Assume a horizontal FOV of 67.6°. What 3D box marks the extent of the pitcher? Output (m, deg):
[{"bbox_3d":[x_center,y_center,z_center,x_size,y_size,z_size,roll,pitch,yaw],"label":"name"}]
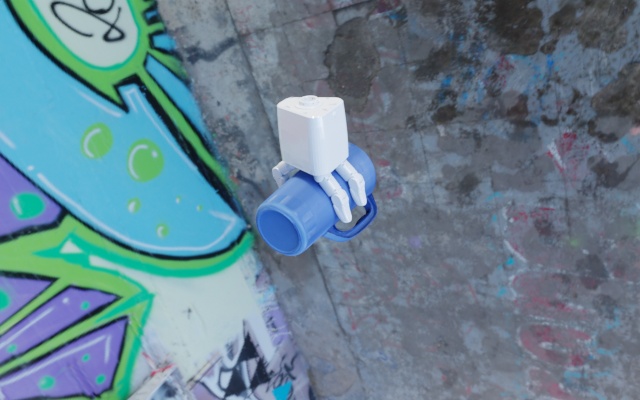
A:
[{"bbox_3d":[0.000,0.003,0.885,0.149,0.145,0.242,15,37,29],"label":"pitcher"}]
